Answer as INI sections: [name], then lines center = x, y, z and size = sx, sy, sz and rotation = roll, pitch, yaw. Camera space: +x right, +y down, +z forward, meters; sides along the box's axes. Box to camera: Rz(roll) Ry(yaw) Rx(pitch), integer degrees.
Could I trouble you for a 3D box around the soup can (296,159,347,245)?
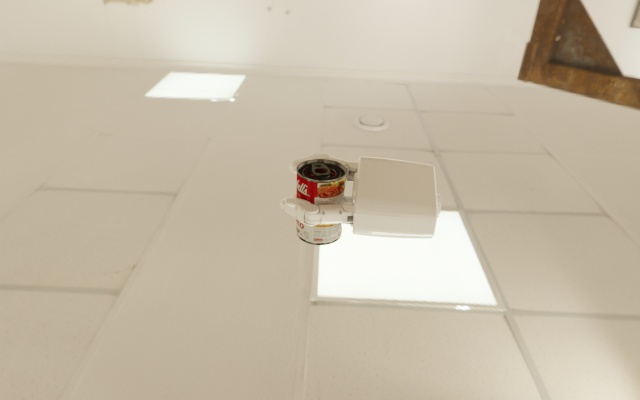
[soup can]
center = 0.000, 0.002, 0.662
size = 0.068, 0.102, 0.068
rotation = 2, 30, -1
